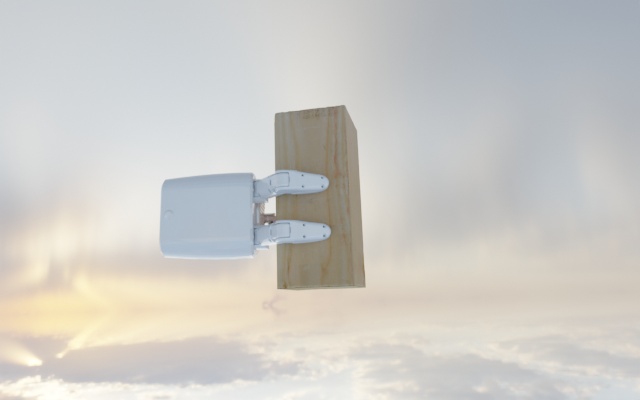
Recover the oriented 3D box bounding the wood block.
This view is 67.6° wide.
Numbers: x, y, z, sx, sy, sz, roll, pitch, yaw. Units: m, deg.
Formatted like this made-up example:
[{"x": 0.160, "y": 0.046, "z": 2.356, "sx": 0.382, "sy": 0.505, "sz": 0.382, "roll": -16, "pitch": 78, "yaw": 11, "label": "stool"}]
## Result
[{"x": 0.000, "y": 0.002, "z": 0.577, "sx": 0.090, "sy": 0.206, "sz": 0.091, "roll": -5, "pitch": -12, "yaw": 12, "label": "wood block"}]
